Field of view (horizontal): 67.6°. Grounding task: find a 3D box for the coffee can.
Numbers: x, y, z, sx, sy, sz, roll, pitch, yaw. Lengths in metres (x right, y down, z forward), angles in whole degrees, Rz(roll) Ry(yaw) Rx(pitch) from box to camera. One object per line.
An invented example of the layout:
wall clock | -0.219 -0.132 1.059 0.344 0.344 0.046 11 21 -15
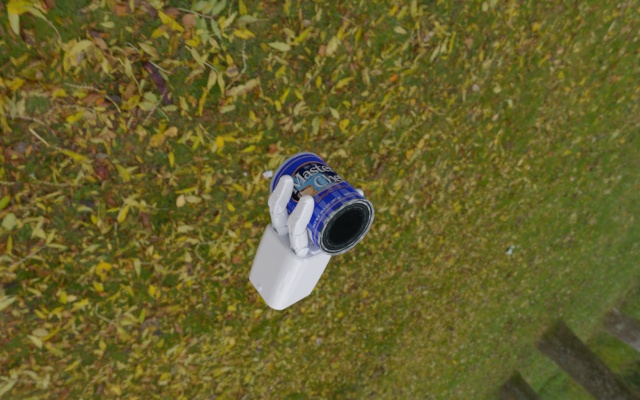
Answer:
coffee can | 0.000 0.002 0.743 0.103 0.103 0.140 0 33 -42
